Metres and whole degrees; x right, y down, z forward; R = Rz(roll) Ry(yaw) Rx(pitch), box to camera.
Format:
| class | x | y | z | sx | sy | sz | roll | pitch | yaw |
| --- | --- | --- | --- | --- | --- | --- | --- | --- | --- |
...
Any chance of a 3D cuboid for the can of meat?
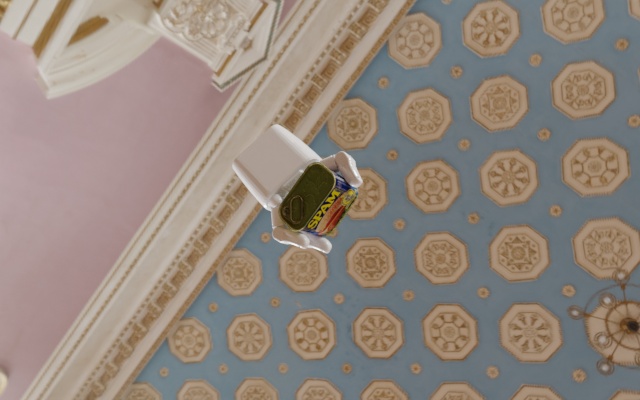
| class | x | y | z | sx | sy | sz | roll | pitch | yaw |
| --- | --- | --- | --- | --- | --- | --- | --- | --- | --- |
| can of meat | 0.000 | 0.002 | 0.712 | 0.057 | 0.102 | 0.084 | 43 | 12 | 32 |
